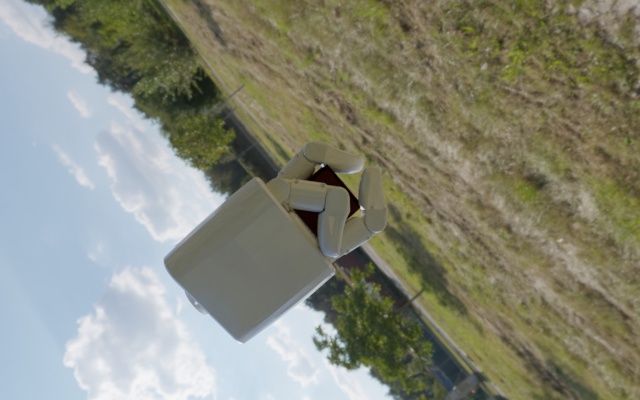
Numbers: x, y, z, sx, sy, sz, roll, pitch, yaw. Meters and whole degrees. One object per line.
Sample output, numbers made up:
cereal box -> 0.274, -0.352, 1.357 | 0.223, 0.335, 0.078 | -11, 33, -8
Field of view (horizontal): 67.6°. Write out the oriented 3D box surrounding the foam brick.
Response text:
foam brick -> 0.000, 0.002, 0.470 | 0.051, 0.053, 0.078 | -41, 3, -3
